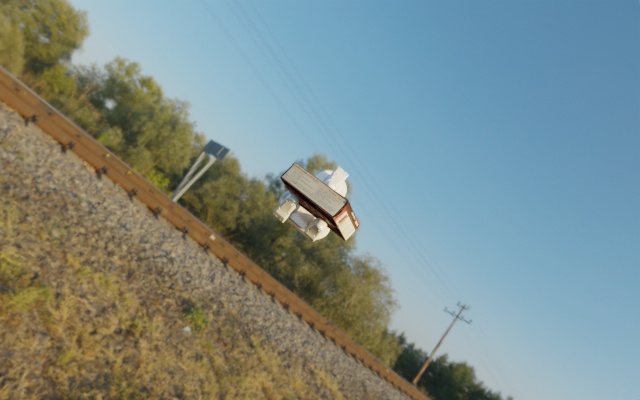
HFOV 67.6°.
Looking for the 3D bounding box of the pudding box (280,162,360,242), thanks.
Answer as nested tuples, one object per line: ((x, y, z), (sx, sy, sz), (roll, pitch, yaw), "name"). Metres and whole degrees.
((0.000, 0.002, 0.712), (0.113, 0.039, 0.090), (35, -11, 27), "pudding box")
